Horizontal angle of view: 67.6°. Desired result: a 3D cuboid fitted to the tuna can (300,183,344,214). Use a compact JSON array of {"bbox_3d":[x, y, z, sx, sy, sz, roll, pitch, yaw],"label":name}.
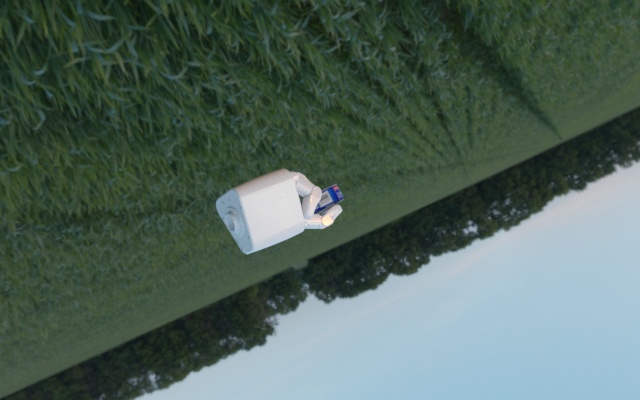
[{"bbox_3d":[0.000,0.003,0.888,0.086,0.034,0.086,-28,-2,-1],"label":"tuna can"}]
